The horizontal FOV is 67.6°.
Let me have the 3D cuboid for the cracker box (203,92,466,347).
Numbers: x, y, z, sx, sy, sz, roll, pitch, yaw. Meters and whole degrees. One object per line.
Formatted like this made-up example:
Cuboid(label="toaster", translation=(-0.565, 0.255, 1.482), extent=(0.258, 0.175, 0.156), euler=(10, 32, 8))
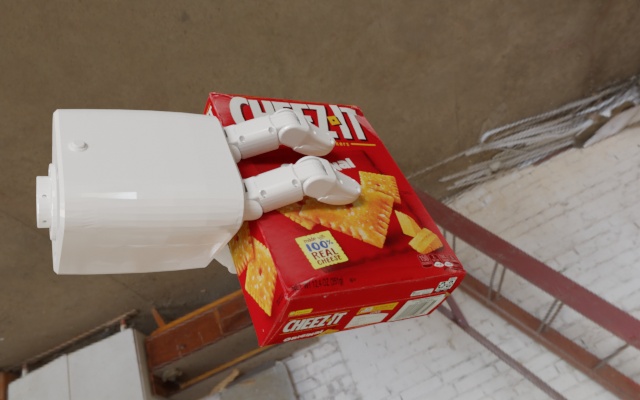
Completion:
Cuboid(label="cracker box", translation=(0.000, 0.002, 0.408), extent=(0.164, 0.213, 0.072), euler=(-1, -42, -31))
